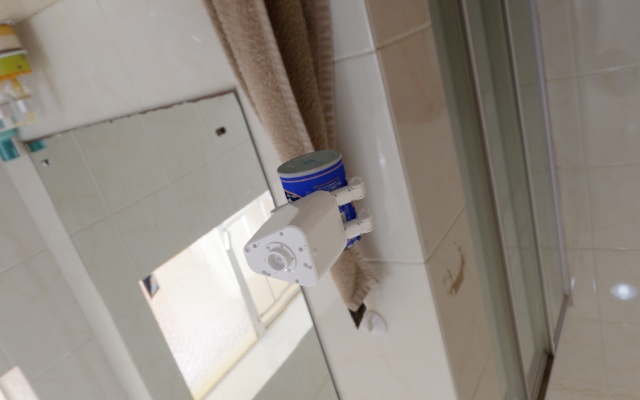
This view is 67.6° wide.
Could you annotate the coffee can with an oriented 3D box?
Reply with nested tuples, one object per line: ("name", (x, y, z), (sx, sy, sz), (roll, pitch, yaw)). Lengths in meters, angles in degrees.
("coffee can", (0.000, 0.002, 0.754), (0.103, 0.140, 0.102), (-15, 19, 5))
